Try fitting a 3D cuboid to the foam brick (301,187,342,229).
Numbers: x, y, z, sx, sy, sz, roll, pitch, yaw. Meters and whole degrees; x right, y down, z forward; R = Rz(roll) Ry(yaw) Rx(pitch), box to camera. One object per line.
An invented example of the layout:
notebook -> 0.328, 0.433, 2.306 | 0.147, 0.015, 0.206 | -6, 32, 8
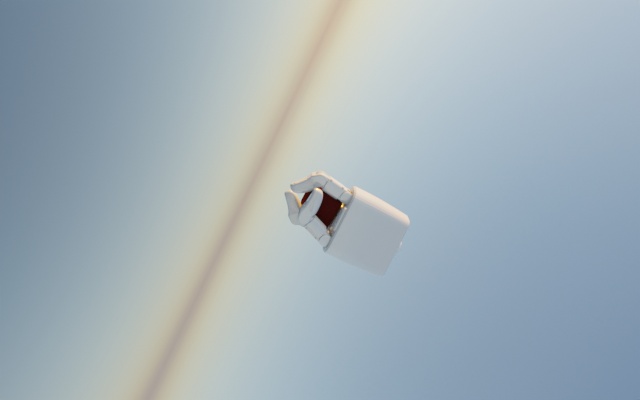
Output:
foam brick -> 0.000, 0.002, 0.794 | 0.051, 0.053, 0.078 | 28, 18, -10
